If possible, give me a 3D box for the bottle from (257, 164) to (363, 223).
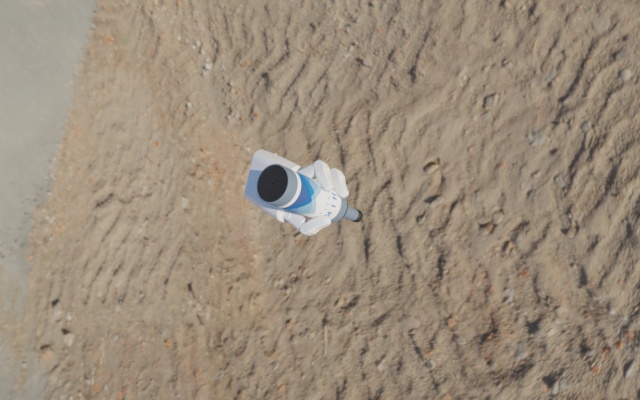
[{"bbox_3d":[0.000,0.003,0.887,0.069,0.069,0.296,0,-12,32],"label":"bottle"}]
